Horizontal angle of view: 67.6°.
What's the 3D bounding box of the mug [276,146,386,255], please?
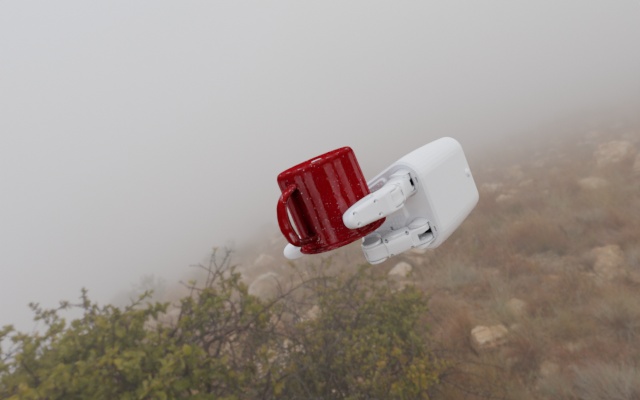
[{"bbox_3d":[-0.001,0.002,0.466,0.093,0.081,0.117,-14,12,45],"label":"mug"}]
